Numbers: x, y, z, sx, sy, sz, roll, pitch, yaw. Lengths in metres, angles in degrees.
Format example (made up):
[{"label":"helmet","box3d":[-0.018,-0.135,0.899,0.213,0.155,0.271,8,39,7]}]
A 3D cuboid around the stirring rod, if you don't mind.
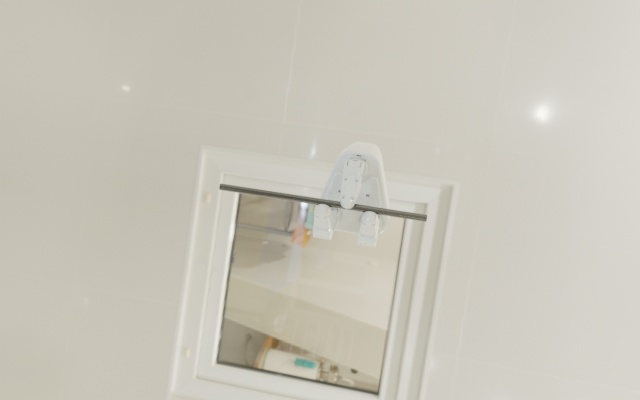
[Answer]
[{"label":"stirring rod","box3d":[0.000,0.002,0.546,0.239,0.011,0.011,9,1,8]}]
